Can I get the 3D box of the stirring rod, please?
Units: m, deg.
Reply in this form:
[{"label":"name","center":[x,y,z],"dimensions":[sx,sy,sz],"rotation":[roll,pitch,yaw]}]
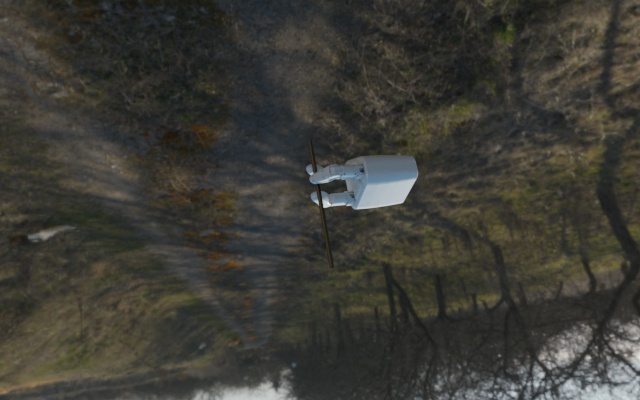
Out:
[{"label":"stirring rod","center":[0.000,0.003,0.861],"dimensions":[0.011,0.239,0.011],"rotation":[-9,-16,-3]}]
